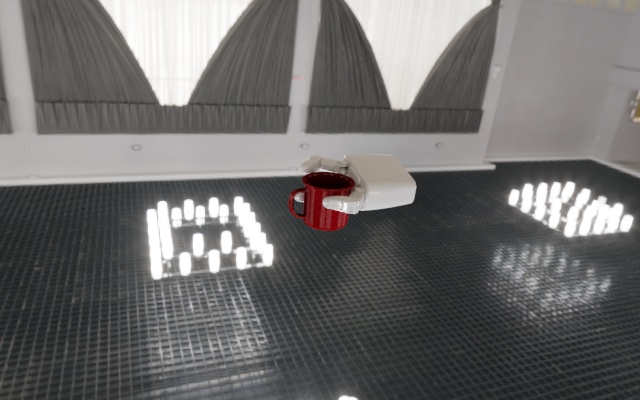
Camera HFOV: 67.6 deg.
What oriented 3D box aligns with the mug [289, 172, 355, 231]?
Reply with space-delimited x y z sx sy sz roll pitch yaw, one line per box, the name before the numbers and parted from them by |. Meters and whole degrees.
mug | -0.001 0.003 0.845 0.117 0.081 0.093 -6 25 -23
